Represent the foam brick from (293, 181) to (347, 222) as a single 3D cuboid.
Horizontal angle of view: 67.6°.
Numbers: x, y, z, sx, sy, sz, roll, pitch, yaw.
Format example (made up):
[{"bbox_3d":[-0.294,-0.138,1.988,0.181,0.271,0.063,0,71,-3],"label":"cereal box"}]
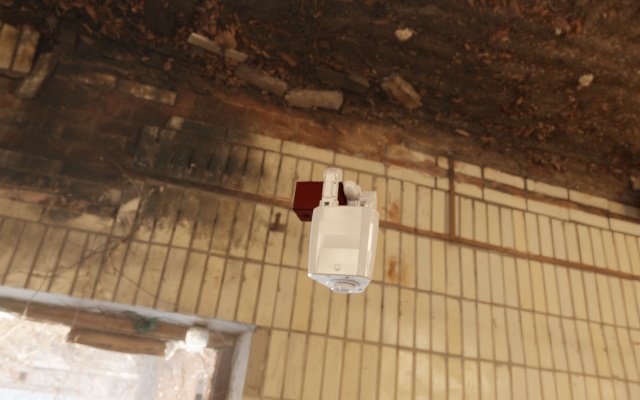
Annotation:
[{"bbox_3d":[0.000,0.002,0.771,0.078,0.051,0.053,1,-23,14],"label":"foam brick"}]
